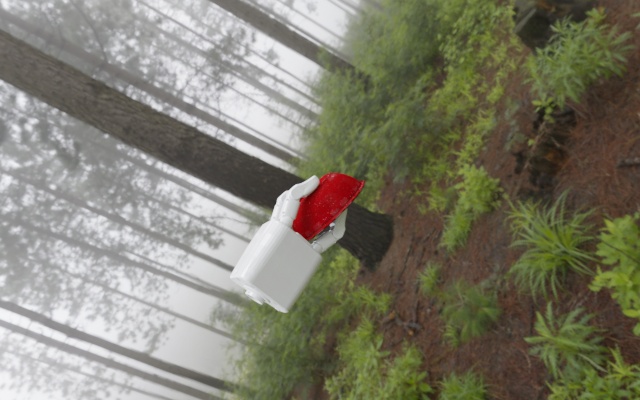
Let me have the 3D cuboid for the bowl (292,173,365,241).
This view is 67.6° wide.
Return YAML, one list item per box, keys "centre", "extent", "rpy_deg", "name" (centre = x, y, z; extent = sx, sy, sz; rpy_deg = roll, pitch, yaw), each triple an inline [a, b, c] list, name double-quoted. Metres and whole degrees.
- centre: [0.001, 0.002, 0.828]
  extent: [0.162, 0.055, 0.162]
  rpy_deg: [-42, 7, 6]
  name: "bowl"
